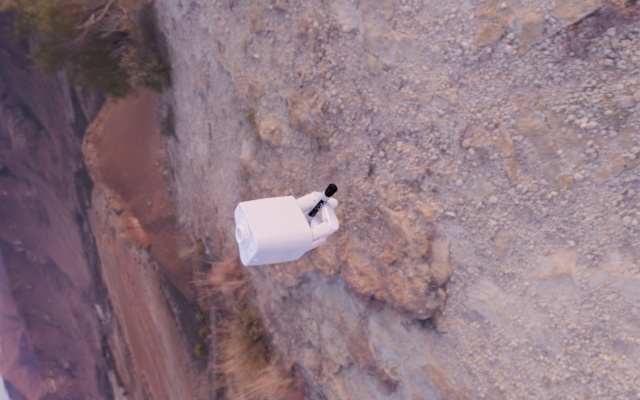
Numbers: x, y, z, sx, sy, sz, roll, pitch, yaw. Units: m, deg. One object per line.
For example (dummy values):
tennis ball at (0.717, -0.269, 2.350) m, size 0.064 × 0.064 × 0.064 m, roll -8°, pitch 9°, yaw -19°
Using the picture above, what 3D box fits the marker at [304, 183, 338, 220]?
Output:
marker at (0.000, 0.003, 0.897) m, size 0.020 × 0.020 × 0.121 m, roll 0°, pitch -28°, yaw -28°
